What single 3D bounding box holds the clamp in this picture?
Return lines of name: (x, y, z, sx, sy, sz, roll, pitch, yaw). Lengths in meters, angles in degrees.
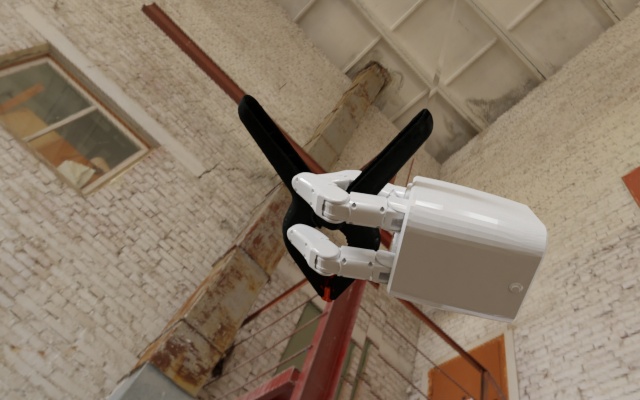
clamp: (0.000, 0.002, 0.441, 0.164, 0.210, 0.036, 14, 31, 10)
